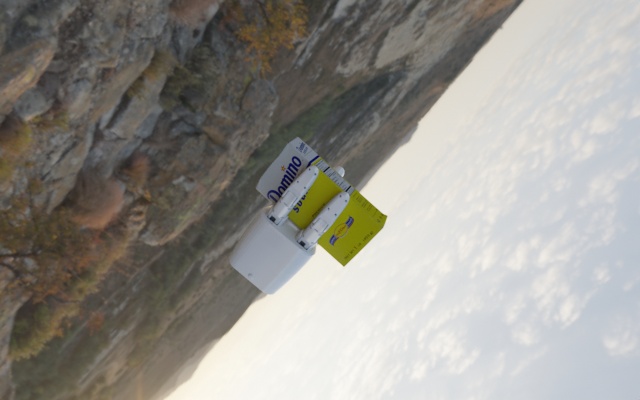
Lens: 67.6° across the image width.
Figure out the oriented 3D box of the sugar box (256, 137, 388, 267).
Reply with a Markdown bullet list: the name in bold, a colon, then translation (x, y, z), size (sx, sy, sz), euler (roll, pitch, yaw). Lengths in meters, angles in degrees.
- **sugar box**: translation (0.000, 0.003, 0.683), size (0.176, 0.093, 0.048), euler (40, 27, -1)
